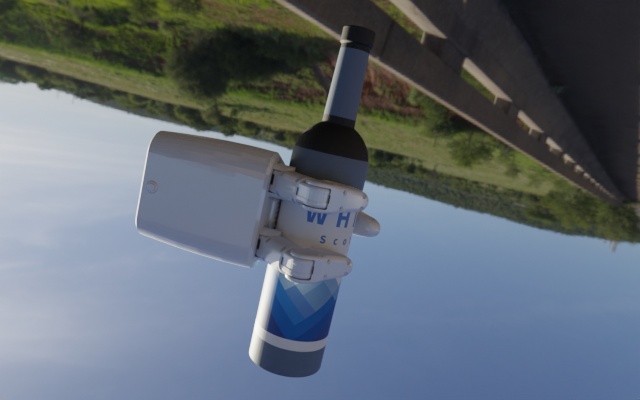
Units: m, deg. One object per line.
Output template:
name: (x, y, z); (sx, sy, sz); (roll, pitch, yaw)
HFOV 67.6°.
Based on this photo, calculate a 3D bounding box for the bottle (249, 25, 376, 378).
bottle: (0.000, 0.002, 0.414); (0.069, 0.296, 0.069); (13, 8, -2)
